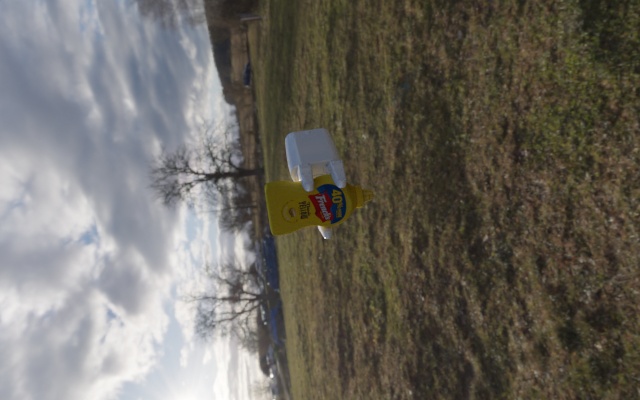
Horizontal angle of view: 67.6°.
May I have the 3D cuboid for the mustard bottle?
[{"bbox_3d":[0.000,0.003,0.858,0.191,0.096,0.058,-9,23,-6],"label":"mustard bottle"}]
